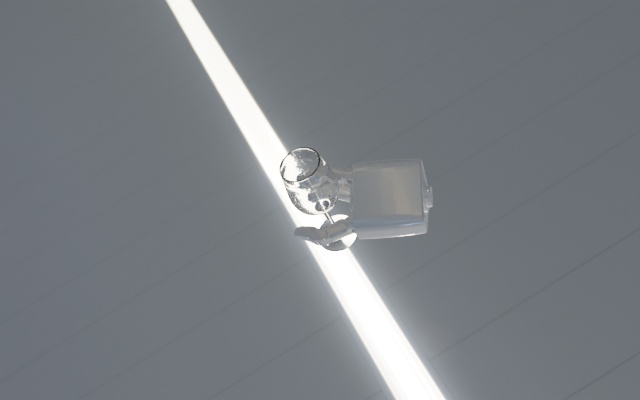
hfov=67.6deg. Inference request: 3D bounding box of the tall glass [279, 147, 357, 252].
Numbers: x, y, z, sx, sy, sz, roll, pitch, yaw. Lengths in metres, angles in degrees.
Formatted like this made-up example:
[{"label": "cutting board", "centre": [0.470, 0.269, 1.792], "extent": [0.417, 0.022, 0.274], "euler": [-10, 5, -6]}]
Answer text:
[{"label": "tall glass", "centre": [0.000, 0.003, 0.751], "extent": [0.079, 0.079, 0.201], "euler": [0, -33, 22]}]
